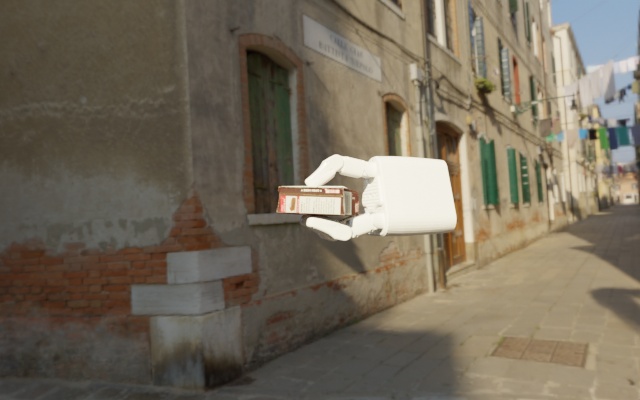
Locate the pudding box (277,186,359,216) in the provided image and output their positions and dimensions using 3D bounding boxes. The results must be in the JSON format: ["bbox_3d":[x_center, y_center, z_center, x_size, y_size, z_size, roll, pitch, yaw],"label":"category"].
[{"bbox_3d":[0.000,0.002,0.653,0.090,0.039,0.113,1,-3,14],"label":"pudding box"}]
